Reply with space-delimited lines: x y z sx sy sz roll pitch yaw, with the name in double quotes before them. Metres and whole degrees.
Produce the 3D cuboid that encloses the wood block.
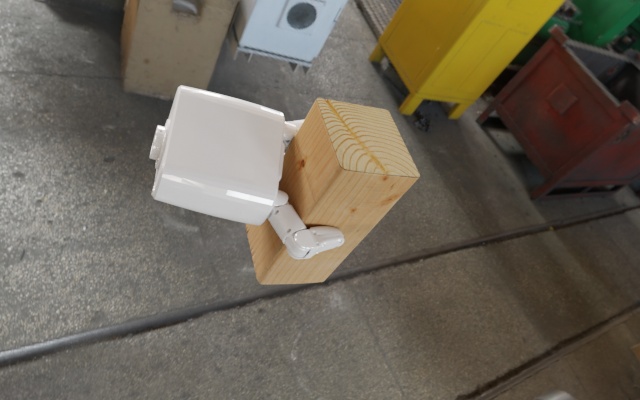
"wood block" 0.000 0.002 0.515 0.090 0.090 0.206 3 -38 -30
